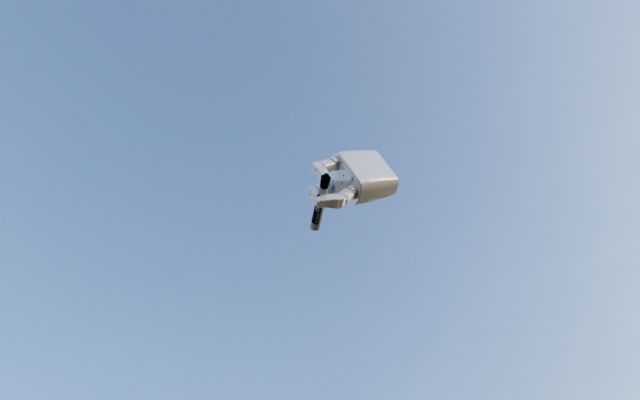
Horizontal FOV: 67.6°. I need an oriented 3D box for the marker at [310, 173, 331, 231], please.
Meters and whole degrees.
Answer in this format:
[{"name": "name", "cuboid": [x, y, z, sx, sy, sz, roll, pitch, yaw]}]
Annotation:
[{"name": "marker", "cuboid": [0.000, 0.003, 0.897, 0.020, 0.121, 0.020, 10, 30, -6]}]
